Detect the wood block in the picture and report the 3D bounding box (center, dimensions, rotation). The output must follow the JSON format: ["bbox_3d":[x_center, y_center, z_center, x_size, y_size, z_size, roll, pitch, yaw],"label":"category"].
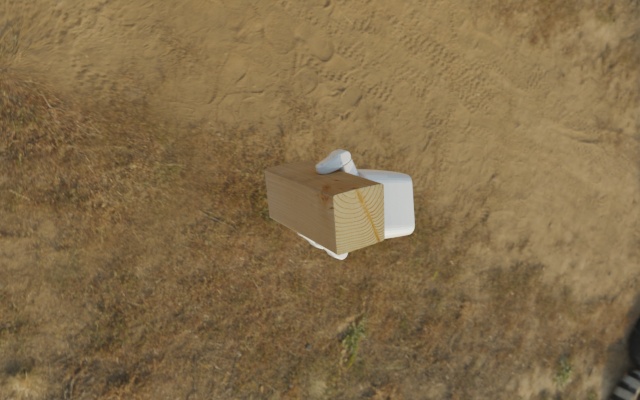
[{"bbox_3d":[0.001,0.002,0.752,0.090,0.091,0.206,-14,20,-30],"label":"wood block"}]
